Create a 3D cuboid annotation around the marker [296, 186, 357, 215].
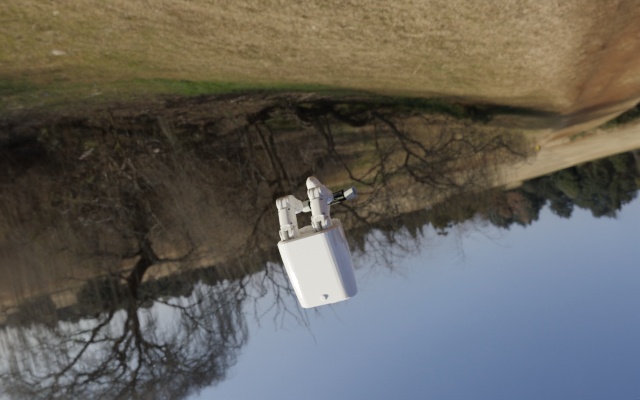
[{"bbox_3d":[0.000,0.002,0.764,0.121,0.020,0.020,-17,-7,22],"label":"marker"}]
